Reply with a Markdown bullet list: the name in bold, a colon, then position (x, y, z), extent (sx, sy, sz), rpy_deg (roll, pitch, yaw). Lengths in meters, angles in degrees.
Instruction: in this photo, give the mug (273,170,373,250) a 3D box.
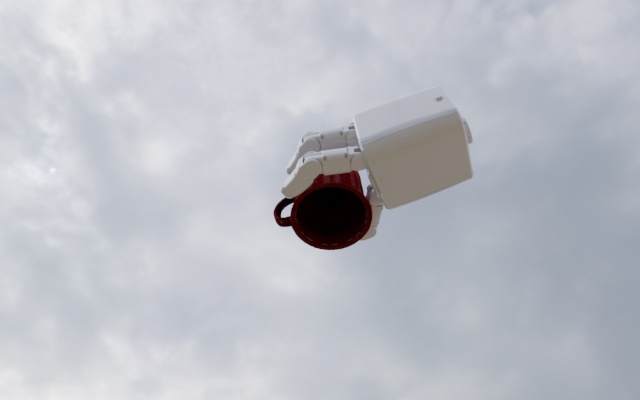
- **mug**: position (-0.001, 0.002, 0.573), extent (0.117, 0.093, 0.081), rpy_deg (-17, 32, 10)
